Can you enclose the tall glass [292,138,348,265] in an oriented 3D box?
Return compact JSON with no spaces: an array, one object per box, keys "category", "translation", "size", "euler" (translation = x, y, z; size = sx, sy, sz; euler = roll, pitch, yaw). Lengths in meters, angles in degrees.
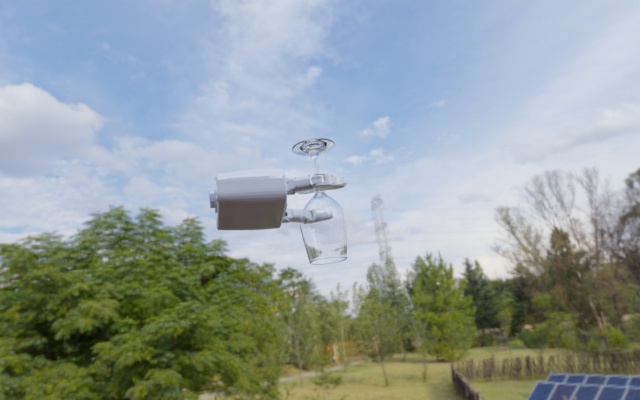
[{"category":"tall glass","translation":[0.000,0.002,0.794],"size":[0.079,0.201,0.079],"euler":[-7,-16,-2]}]
